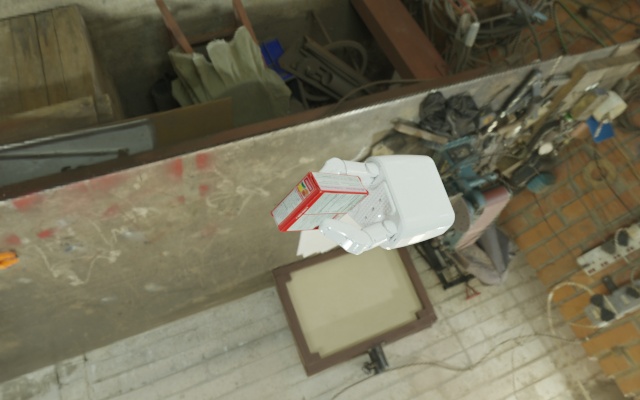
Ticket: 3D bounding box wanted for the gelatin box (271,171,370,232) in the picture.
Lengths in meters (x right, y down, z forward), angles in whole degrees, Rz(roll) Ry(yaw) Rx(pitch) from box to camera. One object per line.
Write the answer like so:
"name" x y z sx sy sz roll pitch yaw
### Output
"gelatin box" 0.000 0.002 0.533 0.089 0.030 0.073 0 -36 -50
